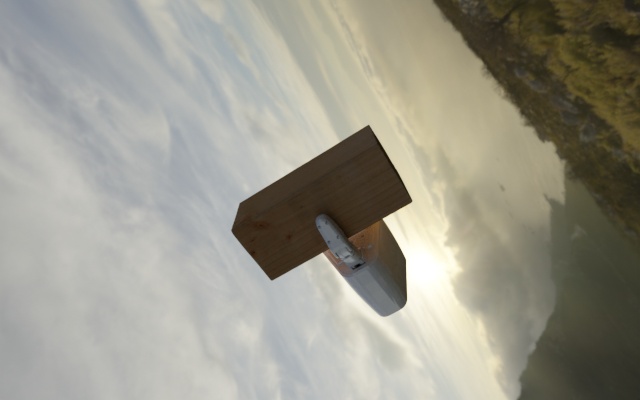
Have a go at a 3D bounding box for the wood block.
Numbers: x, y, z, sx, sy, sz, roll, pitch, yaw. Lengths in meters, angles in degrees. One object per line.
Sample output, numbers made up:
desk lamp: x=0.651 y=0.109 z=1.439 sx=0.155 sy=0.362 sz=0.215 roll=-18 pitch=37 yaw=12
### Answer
wood block: x=0.000 y=0.003 z=0.613 sx=0.206 sy=0.090 sz=0.090 roll=-31 pitch=22 yaw=11
